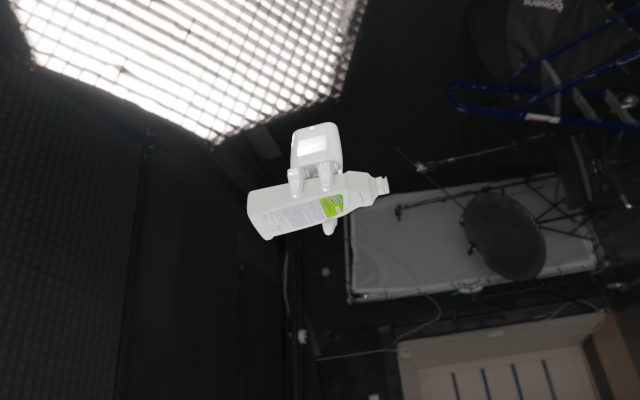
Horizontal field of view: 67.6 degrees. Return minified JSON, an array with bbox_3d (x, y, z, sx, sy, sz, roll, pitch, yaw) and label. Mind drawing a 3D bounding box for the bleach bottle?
[{"bbox_3d":[0.000,0.003,0.868,0.251,0.068,0.103,-12,-39,12],"label":"bleach bottle"}]
